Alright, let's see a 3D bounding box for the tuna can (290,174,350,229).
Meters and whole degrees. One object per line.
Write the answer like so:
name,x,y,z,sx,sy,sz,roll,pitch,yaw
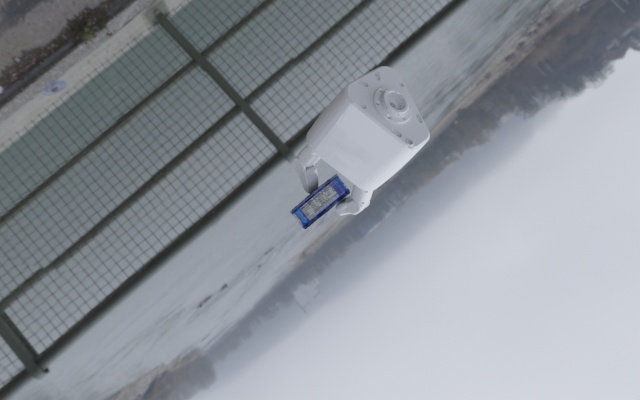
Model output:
tuna can,0.000,0.003,0.671,0.086,0.034,0.086,-39,-1,-1
